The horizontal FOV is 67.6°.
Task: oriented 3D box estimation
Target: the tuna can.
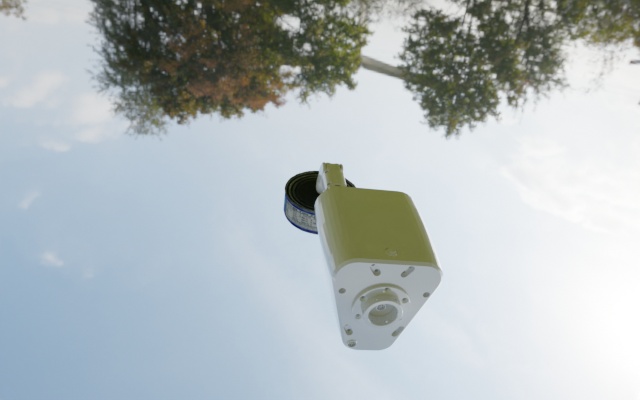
[{"bbox_3d":[0.000,0.002,0.556,0.086,0.034,0.086,5,35,-4],"label":"tuna can"}]
